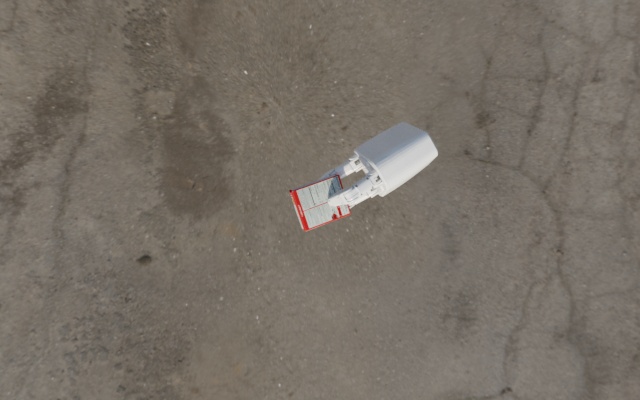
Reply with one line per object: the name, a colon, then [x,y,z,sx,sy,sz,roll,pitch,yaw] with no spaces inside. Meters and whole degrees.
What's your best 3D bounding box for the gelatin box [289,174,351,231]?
gelatin box: [0.000,0.003,0.819,0.089,0.073,0.030,-20,10,-12]
